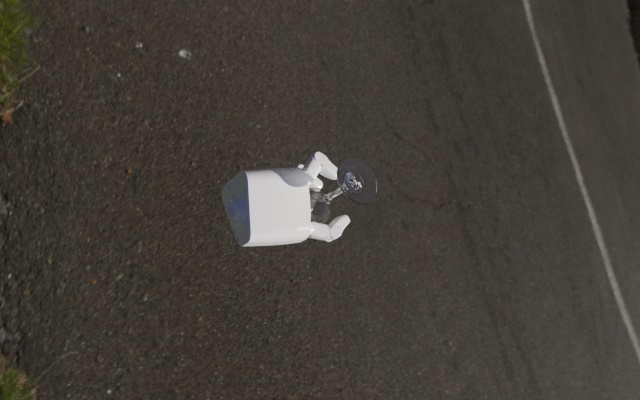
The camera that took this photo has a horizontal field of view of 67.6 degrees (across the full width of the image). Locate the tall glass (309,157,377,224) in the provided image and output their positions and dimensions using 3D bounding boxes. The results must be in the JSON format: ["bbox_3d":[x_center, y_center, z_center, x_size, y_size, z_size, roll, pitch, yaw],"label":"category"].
[{"bbox_3d":[0.001,0.002,0.784,0.079,0.079,0.201,0,-19,-35],"label":"tall glass"}]
